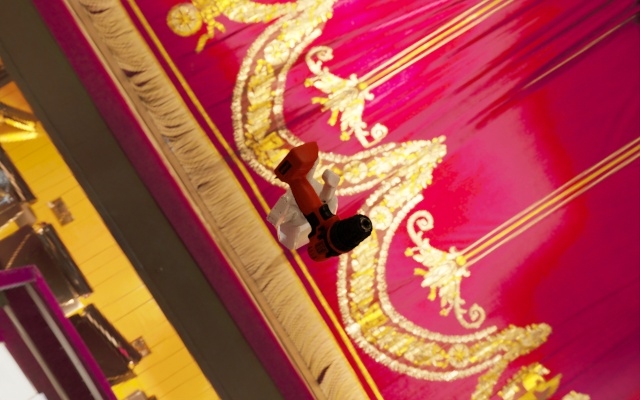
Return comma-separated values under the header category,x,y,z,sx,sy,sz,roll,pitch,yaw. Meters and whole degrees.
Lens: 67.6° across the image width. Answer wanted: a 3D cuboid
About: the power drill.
category,x,y,z,sx,sy,sz,roll,pitch,yaw
power drill,0.000,0.002,0.782,0.057,0.187,0.184,-19,-10,-32
